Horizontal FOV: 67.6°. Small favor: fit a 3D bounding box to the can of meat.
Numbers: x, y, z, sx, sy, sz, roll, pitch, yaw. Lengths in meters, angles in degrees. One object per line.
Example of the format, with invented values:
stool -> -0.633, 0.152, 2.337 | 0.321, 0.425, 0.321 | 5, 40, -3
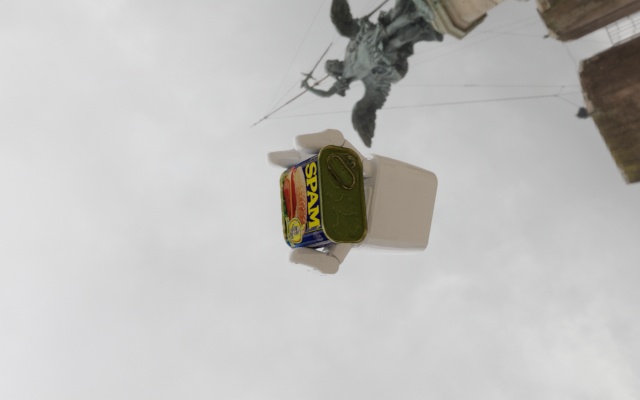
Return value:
can of meat -> 0.000, 0.002, 0.517 | 0.057, 0.102, 0.084 | 5, -15, -35
